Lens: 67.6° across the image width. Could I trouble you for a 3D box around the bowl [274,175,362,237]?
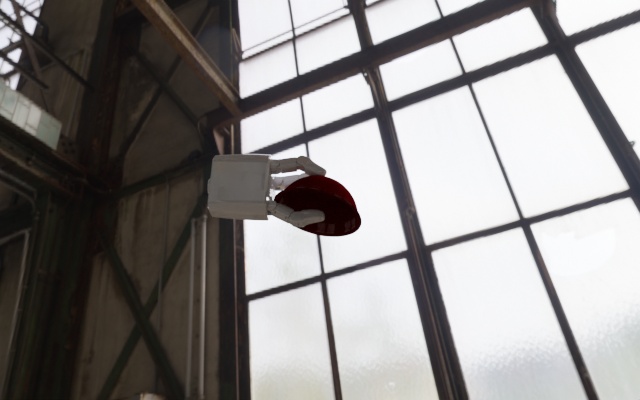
[{"bbox_3d":[0.002,0.003,0.859,0.162,0.055,0.162,12,-31,7],"label":"bowl"}]
